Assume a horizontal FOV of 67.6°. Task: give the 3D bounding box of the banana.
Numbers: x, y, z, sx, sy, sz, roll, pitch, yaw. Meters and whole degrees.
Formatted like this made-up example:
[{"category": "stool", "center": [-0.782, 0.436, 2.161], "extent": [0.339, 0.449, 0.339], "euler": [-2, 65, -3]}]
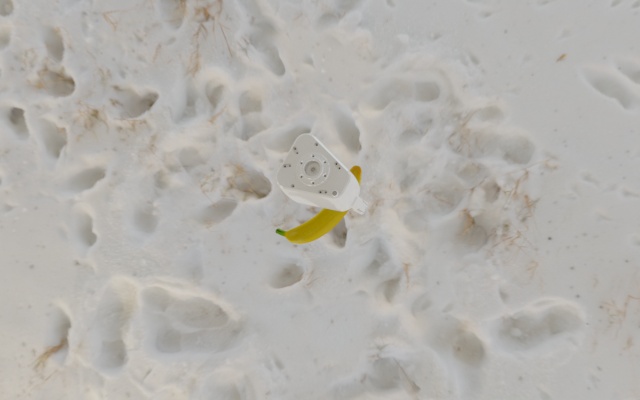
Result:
[{"category": "banana", "center": [0.008, 0.019, 0.855], "extent": [0.198, 0.069, 0.037], "euler": [-38, -20, 6]}]
